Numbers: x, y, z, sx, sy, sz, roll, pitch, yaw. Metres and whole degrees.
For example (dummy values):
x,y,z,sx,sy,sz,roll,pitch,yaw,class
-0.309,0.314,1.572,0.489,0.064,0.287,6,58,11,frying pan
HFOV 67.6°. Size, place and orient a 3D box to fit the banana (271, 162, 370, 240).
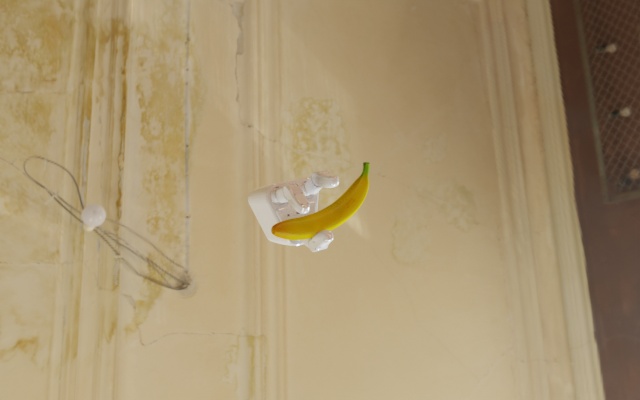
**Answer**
x,y,z,sx,sy,sz,roll,pitch,yaw,class
0.011,0.016,0.766,0.197,0.070,0.037,-36,22,-20,banana
